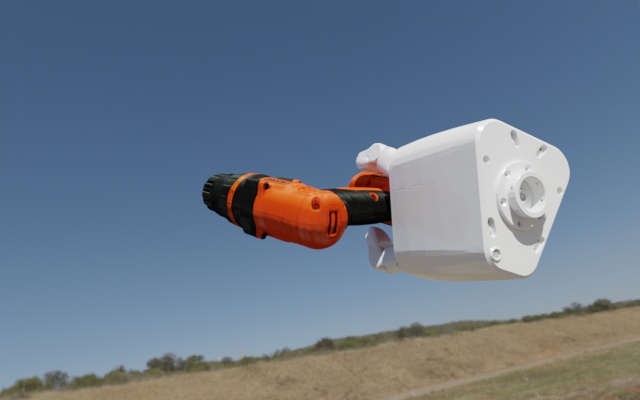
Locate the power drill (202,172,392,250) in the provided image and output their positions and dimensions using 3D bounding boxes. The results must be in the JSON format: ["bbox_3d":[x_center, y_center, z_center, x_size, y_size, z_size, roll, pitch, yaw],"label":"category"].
[{"bbox_3d":[0.001,0.001,0.465,0.187,0.057,0.184,-5,14,-40],"label":"power drill"}]
